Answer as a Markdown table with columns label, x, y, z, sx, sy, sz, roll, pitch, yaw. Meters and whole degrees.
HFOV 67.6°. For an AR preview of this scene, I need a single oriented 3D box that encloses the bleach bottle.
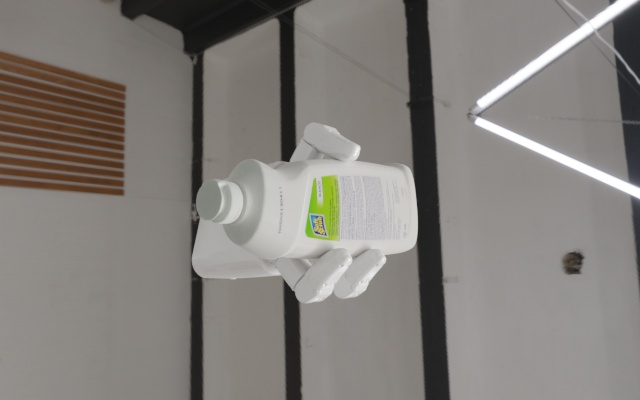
| label | x | y | z | sx | sy | sz | roll | pitch | yaw |
| --- | --- | --- | --- | --- | --- | --- | --- | --- | --- |
| bleach bottle | 0.000 | 0.002 | 0.430 | 0.068 | 0.102 | 0.251 | -12 | -12 | 38 |
